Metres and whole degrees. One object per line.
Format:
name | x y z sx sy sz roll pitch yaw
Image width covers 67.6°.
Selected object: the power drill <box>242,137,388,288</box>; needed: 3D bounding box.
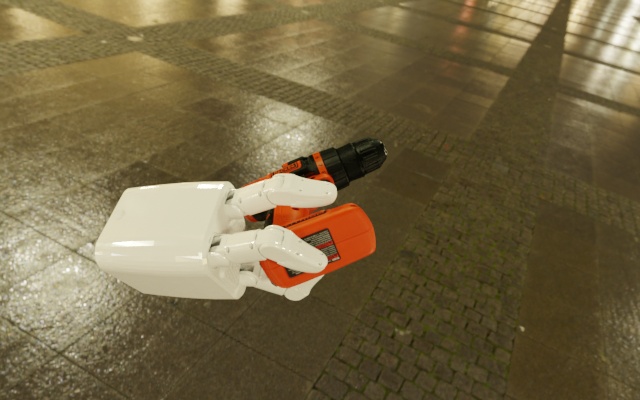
power drill | 0.000 0.002 0.499 0.184 0.057 0.187 -24 23 3
